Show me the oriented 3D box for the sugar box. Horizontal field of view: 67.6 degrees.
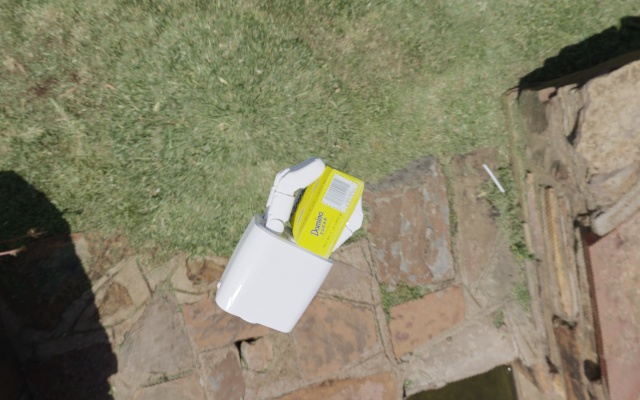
[{"bbox_3d":[0.000,0.002,0.588,0.048,0.093,0.176,27,4,-12],"label":"sugar box"}]
